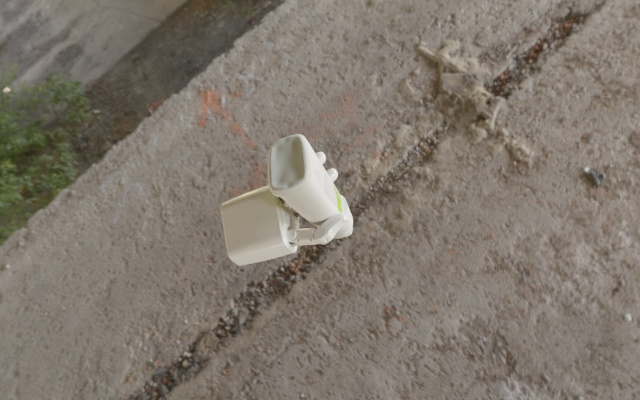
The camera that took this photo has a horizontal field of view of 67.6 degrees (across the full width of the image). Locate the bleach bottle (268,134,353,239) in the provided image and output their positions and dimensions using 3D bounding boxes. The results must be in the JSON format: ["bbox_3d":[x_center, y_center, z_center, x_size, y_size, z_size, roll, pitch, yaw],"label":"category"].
[{"bbox_3d":[0.000,0.002,0.782,0.068,0.102,0.251,-17,-34,16],"label":"bleach bottle"}]
